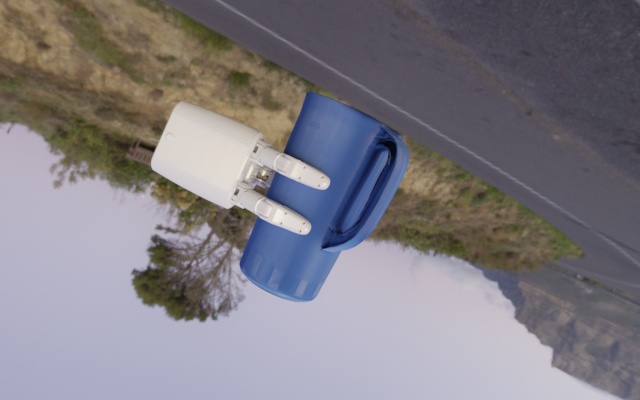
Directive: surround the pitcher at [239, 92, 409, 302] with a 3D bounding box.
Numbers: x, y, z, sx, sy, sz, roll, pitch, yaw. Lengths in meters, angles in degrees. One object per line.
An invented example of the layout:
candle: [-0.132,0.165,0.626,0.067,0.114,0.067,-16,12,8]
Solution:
pitcher: [0.000,0.002,0.591,0.145,0.243,0.149,25,4,2]
